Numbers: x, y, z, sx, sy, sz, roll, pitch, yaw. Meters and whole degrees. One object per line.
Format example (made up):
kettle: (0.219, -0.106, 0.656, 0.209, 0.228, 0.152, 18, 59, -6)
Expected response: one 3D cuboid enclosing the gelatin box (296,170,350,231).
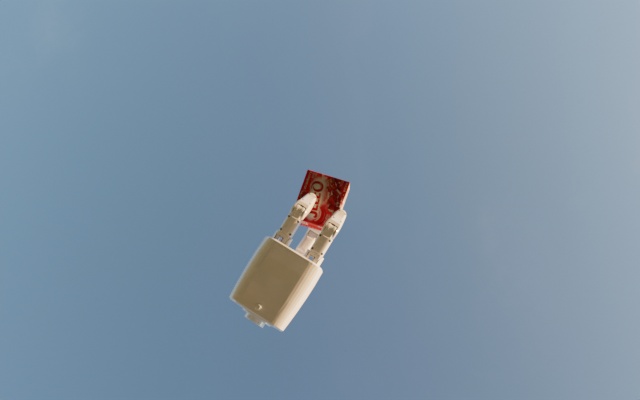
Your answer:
gelatin box: (0.000, 0.002, 0.768, 0.073, 0.089, 0.030, 17, -21, 7)
